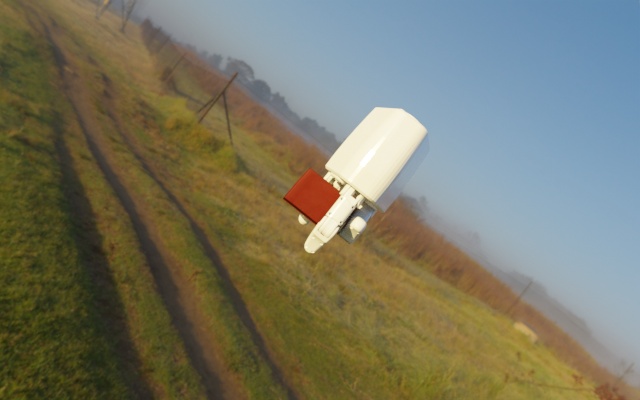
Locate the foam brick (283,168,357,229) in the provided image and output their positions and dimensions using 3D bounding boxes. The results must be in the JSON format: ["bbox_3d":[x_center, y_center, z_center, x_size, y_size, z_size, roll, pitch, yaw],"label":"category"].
[{"bbox_3d":[0.000,0.002,0.603,0.078,0.051,0.053,38,1,-1],"label":"foam brick"}]
